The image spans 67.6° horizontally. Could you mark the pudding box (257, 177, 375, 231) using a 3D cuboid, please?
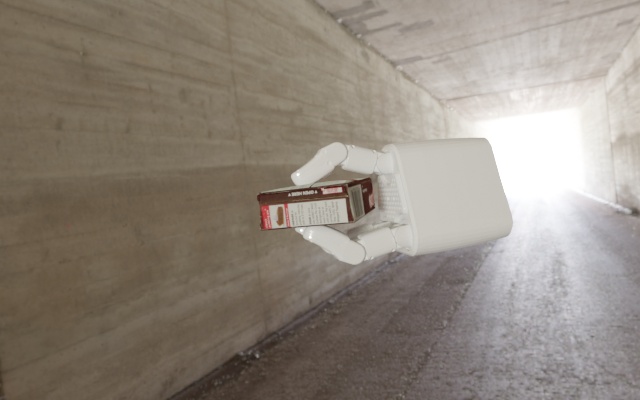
[{"bbox_3d":[0.000,0.001,0.473,0.090,0.039,0.113,-7,2,17],"label":"pudding box"}]
